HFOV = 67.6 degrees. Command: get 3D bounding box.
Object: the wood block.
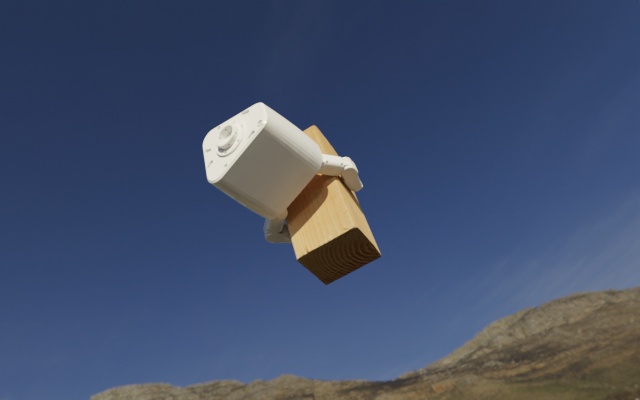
[{"bbox_3d":[0.000,0.002,0.688,0.091,0.206,0.090,-29,-42,11],"label":"wood block"}]
